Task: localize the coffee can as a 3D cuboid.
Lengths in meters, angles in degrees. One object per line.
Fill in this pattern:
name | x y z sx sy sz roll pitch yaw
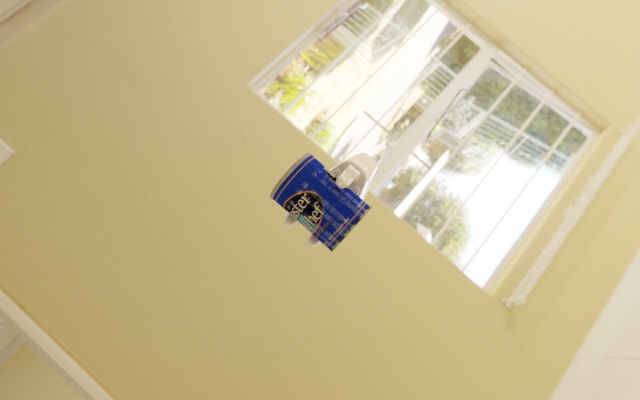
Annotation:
coffee can | 0.000 0.003 0.807 0.140 0.103 0.103 42 3 4
